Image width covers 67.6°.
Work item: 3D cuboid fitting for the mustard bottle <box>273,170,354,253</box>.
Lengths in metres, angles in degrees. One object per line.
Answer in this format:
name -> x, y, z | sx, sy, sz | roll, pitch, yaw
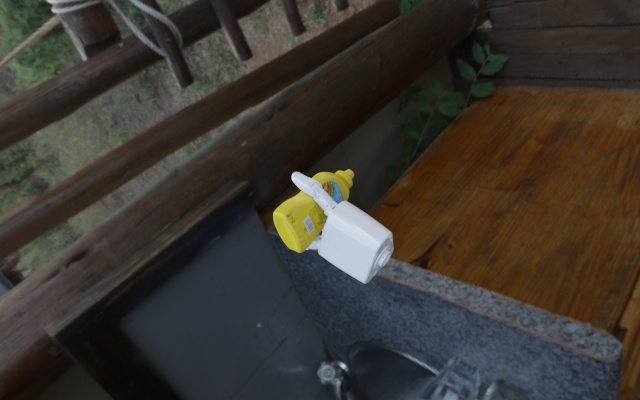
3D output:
mustard bottle -> 0.000, 0.003, 0.893 | 0.058, 0.096, 0.191 | 15, 48, 43
